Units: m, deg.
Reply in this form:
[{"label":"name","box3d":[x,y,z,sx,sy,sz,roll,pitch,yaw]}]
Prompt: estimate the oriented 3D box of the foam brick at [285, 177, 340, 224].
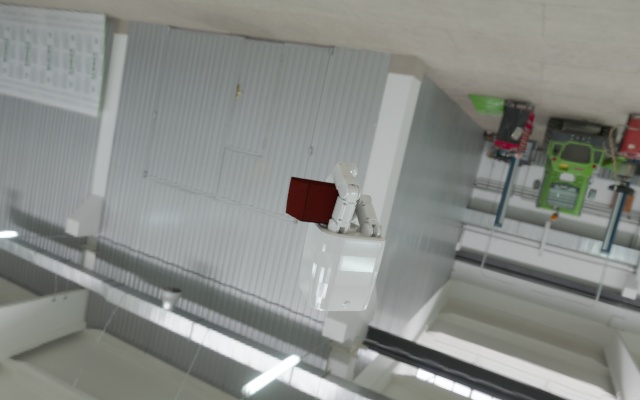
[{"label":"foam brick","box3d":[0.000,0.002,0.644,0.078,0.051,0.053,8,9,-31]}]
